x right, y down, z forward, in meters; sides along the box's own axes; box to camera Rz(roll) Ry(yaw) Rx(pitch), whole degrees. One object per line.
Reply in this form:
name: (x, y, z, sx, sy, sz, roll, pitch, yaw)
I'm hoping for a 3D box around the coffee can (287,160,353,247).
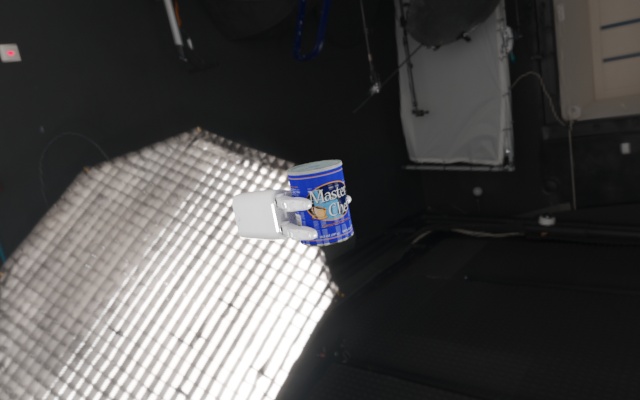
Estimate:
coffee can: (0.000, 0.003, 0.890, 0.103, 0.140, 0.102, -10, 12, 2)
